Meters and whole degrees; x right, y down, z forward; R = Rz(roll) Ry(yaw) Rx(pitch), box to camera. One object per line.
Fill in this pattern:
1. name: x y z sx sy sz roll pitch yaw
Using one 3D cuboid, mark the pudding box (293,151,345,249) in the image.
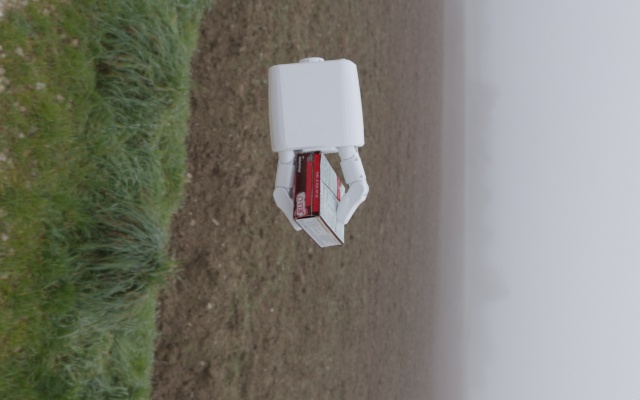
1. pudding box: 0.000 0.002 0.615 0.039 0.090 0.113 -6 -26 18
